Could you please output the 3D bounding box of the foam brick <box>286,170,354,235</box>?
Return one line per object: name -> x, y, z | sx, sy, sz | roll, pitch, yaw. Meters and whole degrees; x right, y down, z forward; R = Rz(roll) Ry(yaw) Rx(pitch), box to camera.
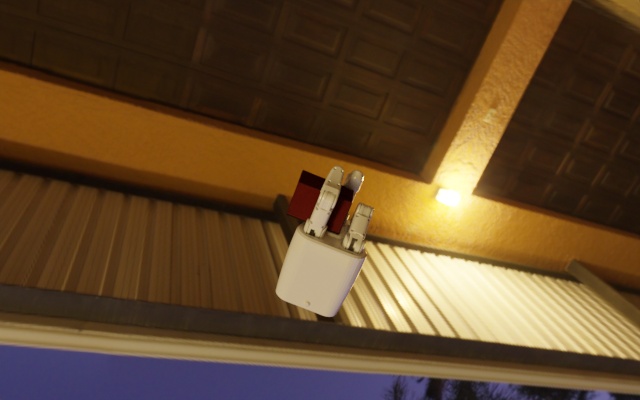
foam brick -> 0.000, 0.002, 0.644 | 0.078, 0.051, 0.053 | 22, 22, -2
